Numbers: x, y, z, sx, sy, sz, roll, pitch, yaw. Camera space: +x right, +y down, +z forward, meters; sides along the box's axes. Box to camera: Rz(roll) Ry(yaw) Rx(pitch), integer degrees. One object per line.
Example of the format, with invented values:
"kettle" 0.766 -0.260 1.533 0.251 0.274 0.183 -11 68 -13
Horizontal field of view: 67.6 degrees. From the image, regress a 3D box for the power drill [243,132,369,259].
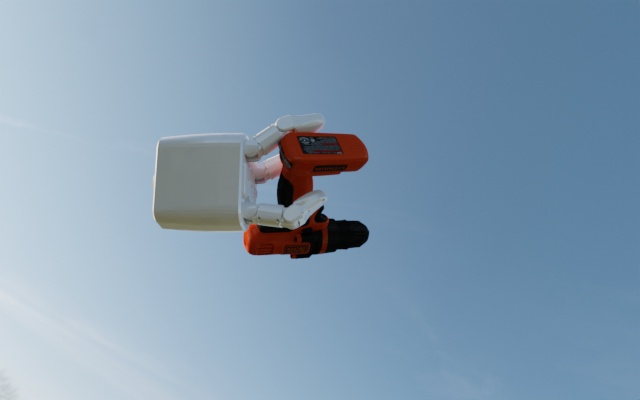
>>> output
"power drill" 0.000 0.002 0.627 0.184 0.188 0.057 -3 43 -23
